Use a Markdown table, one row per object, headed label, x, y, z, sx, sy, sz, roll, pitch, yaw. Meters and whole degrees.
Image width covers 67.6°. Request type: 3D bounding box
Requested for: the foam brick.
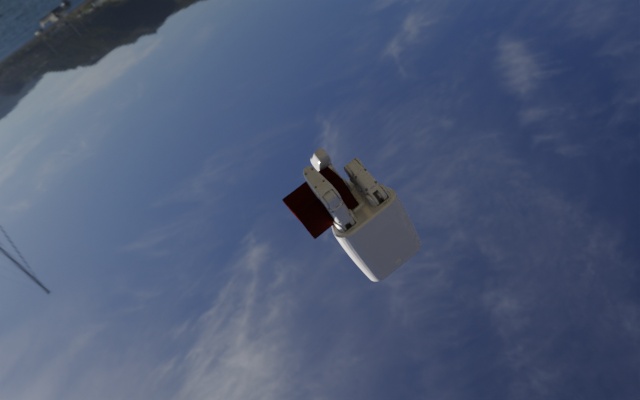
| label | x | y | z | sx | sy | sz | roll | pitch | yaw |
| --- | --- | --- | --- | --- | --- | --- | --- | --- | --- |
| foam brick | 0.000 | 0.002 | 0.637 | 0.078 | 0.051 | 0.053 | -38 | 33 | -4 |
